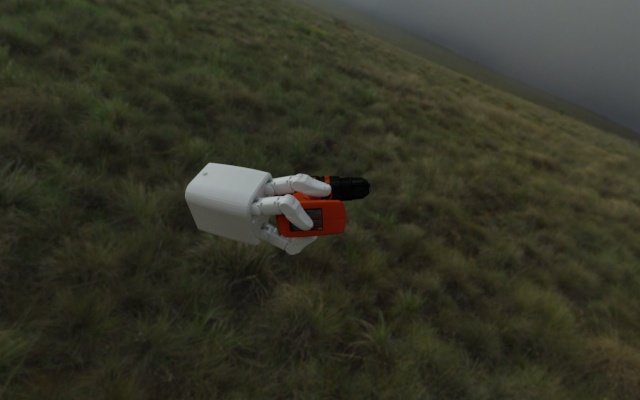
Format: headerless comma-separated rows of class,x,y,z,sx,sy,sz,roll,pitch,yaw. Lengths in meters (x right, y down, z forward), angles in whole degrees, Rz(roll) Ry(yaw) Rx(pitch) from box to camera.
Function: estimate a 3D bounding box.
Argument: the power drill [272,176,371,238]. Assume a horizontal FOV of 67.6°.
power drill,0.000,0.003,0.795,0.184,0.057,0.187,-5,15,0
